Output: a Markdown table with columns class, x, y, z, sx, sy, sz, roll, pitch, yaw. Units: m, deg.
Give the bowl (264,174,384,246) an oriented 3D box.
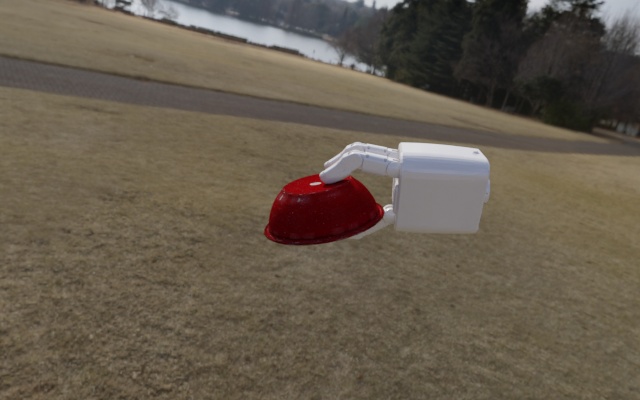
| class | x | y | z | sx | sy | sz | roll | pitch | yaw |
| --- | --- | --- | --- | --- | --- | --- | --- | --- | --- |
| bowl | -0.001 | 0.002 | 0.626 | 0.162 | 0.055 | 0.162 | -10 | 17 | 3 |
